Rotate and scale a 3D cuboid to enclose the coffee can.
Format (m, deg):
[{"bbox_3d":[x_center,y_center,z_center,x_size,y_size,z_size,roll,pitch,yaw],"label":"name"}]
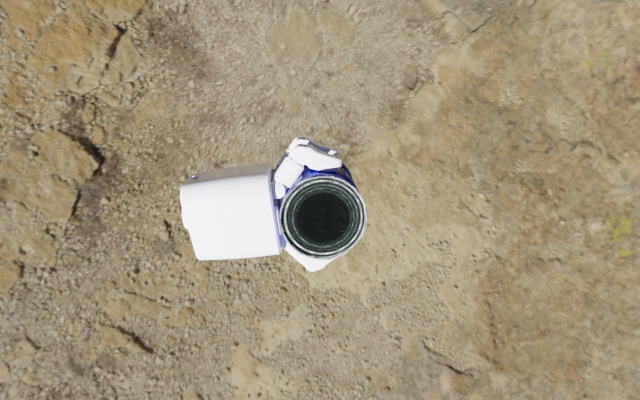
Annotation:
[{"bbox_3d":[0.000,0.002,0.616,0.103,0.103,0.140,0,16,-3],"label":"coffee can"}]
